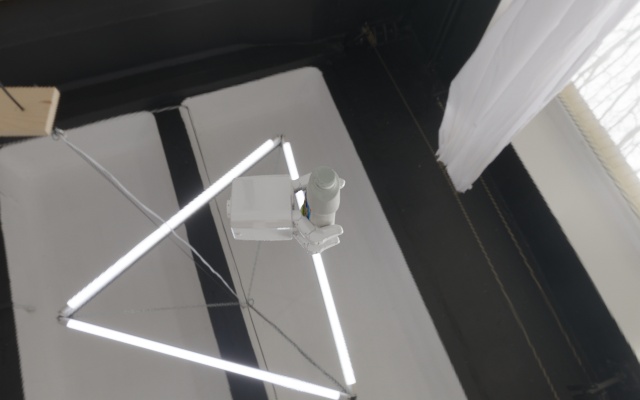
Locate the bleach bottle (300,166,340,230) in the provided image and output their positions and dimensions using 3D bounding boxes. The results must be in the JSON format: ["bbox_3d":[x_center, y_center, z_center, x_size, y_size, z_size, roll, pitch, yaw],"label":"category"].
[{"bbox_3d":[0.000,0.003,0.847,0.068,0.102,0.251,-2,-23,-5],"label":"bleach bottle"}]
